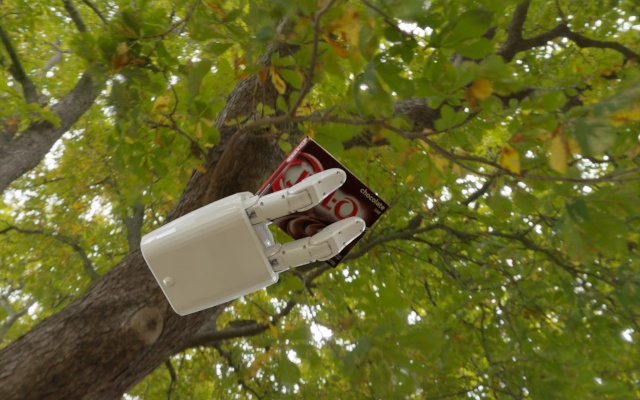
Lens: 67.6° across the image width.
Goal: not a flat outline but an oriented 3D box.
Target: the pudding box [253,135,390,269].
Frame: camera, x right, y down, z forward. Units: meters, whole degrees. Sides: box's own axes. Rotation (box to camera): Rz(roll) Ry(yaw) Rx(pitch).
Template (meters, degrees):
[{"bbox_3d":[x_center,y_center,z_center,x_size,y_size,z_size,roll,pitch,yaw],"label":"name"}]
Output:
[{"bbox_3d":[0.000,0.002,0.497,0.113,0.090,0.039,38,8,-18],"label":"pudding box"}]
